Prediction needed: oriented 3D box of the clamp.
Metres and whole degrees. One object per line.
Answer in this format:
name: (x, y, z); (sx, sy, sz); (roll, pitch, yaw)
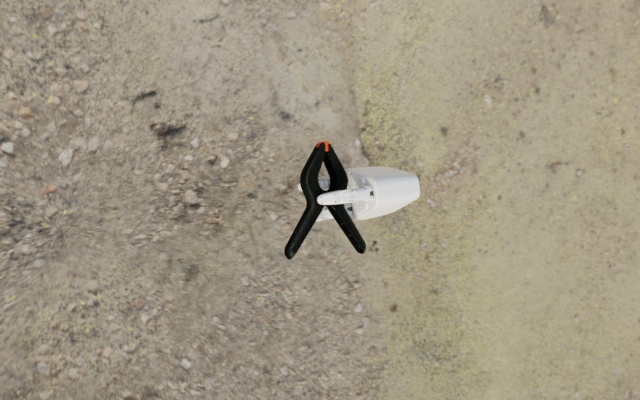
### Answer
clamp: (0.001, 0.002, 0.831); (0.164, 0.210, 0.036); (-8, 1, -34)
